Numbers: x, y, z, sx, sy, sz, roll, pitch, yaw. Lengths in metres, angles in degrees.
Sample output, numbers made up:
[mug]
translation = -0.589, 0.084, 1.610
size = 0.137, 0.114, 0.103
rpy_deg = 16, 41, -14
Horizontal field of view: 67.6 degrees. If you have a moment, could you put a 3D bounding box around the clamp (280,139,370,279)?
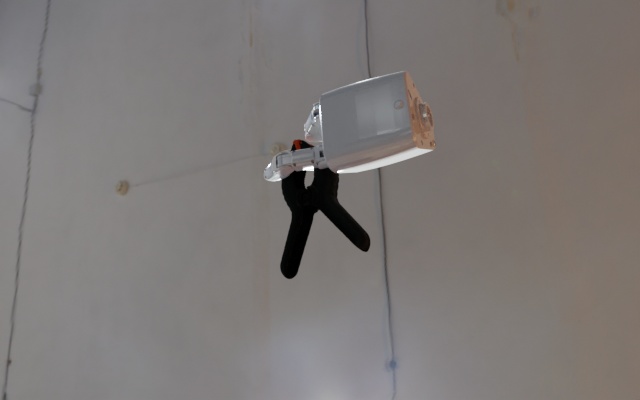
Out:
[clamp]
translation = 0.000, 0.002, 0.572
size = 0.120, 0.171, 0.039
rpy_deg = -12, -18, 25
